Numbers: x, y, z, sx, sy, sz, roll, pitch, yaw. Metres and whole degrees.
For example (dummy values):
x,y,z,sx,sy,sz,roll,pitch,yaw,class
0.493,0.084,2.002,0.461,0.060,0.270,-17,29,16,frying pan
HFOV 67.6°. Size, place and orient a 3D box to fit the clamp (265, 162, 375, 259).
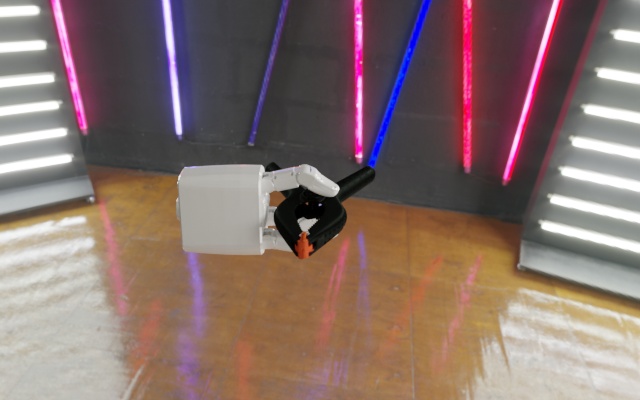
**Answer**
x,y,z,sx,sy,sz,roll,pitch,yaw,class
0.000,0.002,0.645,0.164,0.036,0.209,-2,32,1,clamp
